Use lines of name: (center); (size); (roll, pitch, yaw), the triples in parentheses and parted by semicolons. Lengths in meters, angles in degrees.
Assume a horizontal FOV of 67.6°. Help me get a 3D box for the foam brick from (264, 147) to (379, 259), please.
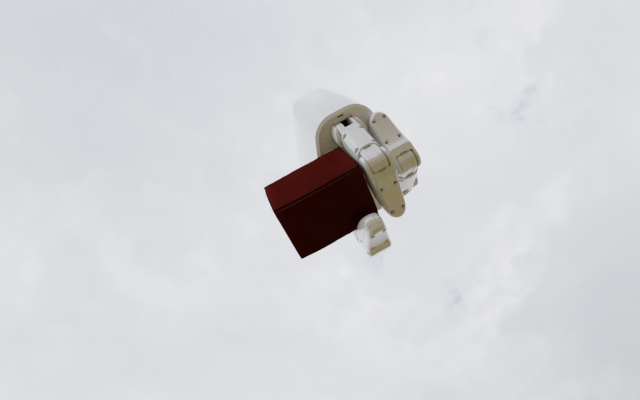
foam brick: (0.000, 0.001, 0.402); (0.078, 0.053, 0.051); (-28, 30, -6)
